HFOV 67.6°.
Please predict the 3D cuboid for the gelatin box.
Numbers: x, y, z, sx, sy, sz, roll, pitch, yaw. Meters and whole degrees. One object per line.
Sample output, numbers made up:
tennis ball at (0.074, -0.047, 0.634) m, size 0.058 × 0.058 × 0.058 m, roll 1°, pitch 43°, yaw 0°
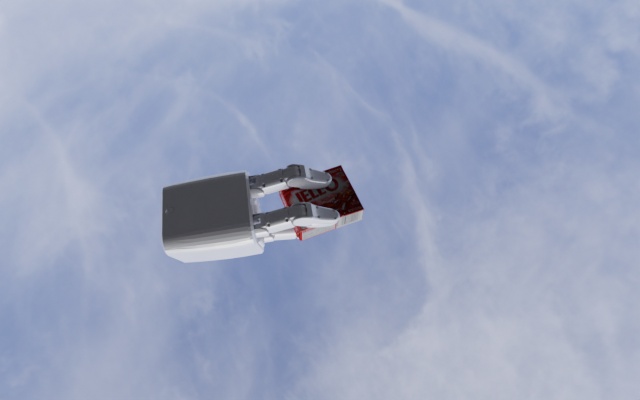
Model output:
gelatin box at (0.000, 0.002, 0.605) m, size 0.089 × 0.073 × 0.030 m, roll -18°, pitch -29°, yaw -13°
